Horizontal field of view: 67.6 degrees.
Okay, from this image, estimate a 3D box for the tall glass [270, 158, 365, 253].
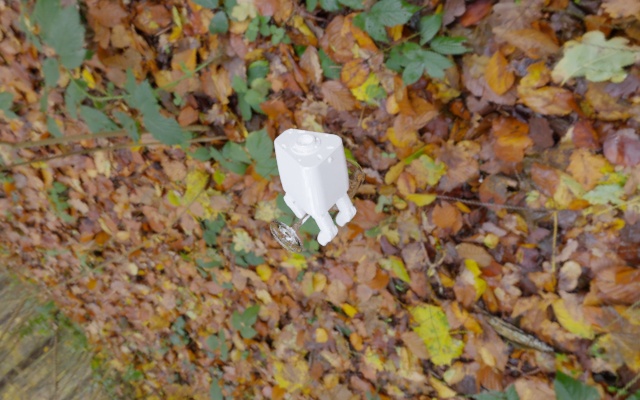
[{"bbox_3d":[0.000,0.003,0.882,0.079,0.079,0.201,0,38,51],"label":"tall glass"}]
